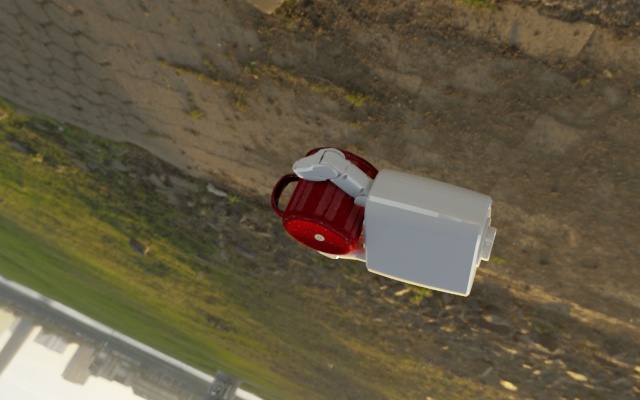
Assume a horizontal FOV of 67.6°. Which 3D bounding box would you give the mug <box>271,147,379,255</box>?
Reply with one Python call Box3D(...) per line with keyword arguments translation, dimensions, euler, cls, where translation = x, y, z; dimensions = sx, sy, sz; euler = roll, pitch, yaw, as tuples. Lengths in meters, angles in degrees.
Box3D(translation=(-0.001, 0.001, 0.506), dimensions=(0.117, 0.081, 0.093), euler=(13, -27, 22), cls="mug")
